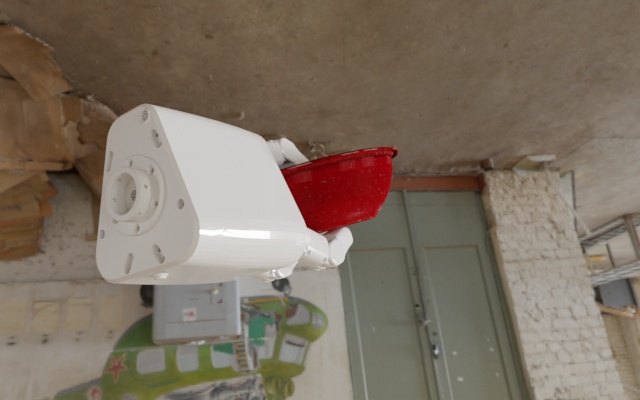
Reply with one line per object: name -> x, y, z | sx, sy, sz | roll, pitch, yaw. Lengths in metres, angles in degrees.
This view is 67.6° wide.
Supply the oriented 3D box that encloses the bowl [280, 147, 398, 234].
bowl -> 0.001, 0.002, 0.442 | 0.162, 0.055, 0.162 | -16, -4, -1
